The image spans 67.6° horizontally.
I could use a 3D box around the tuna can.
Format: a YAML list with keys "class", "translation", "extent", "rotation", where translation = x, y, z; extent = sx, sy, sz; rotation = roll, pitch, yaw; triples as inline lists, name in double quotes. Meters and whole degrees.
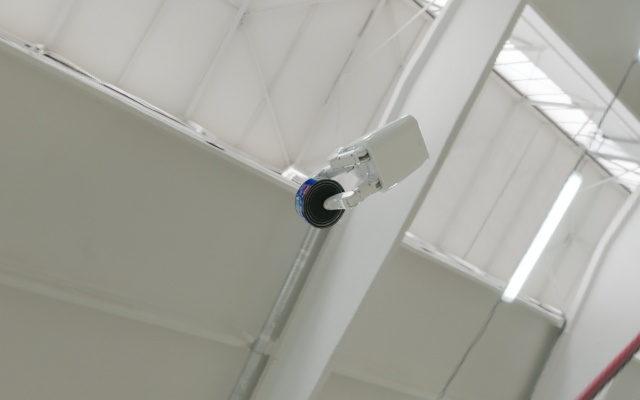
- class: "tuna can"
  translation: [0.000, 0.003, 0.812]
  extent: [0.086, 0.086, 0.033]
  rotation: [0, 12, -32]
